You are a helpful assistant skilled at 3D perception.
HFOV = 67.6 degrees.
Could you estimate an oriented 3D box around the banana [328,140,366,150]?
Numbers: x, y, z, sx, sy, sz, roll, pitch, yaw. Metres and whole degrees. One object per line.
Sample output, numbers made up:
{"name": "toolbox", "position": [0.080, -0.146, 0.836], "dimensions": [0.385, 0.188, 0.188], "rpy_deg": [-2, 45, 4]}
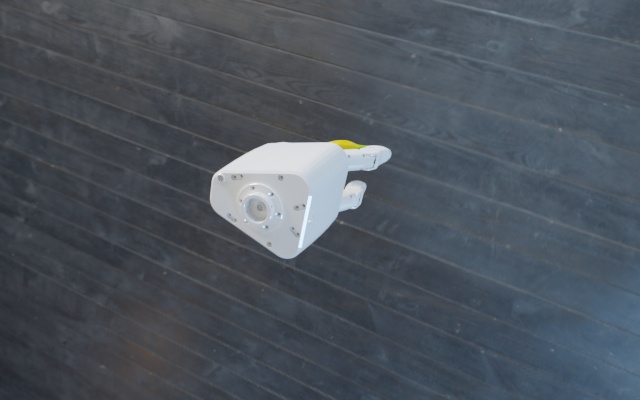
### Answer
{"name": "banana", "position": [-0.012, -0.012, 0.633], "dimensions": [0.069, 0.198, 0.037], "rpy_deg": [40, 27, 1]}
